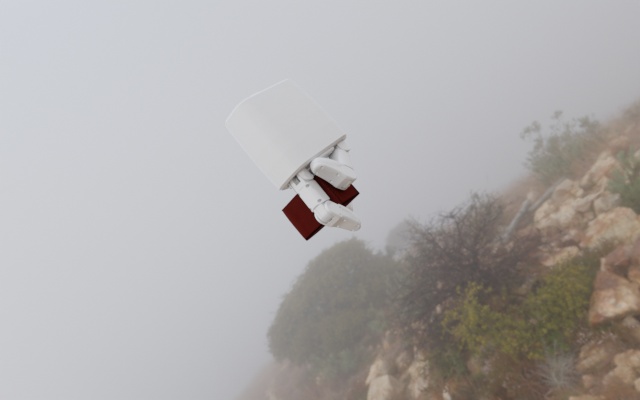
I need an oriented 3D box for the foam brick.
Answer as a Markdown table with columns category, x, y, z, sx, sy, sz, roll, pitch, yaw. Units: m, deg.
| category | x | y | z | sx | sy | sz | roll | pitch | yaw |
| --- | --- | --- | --- | --- | --- | --- | --- | --- | --- |
| foam brick | 0.000 | 0.002 | 0.602 | 0.078 | 0.051 | 0.053 | -45 | -5 | 31 |
